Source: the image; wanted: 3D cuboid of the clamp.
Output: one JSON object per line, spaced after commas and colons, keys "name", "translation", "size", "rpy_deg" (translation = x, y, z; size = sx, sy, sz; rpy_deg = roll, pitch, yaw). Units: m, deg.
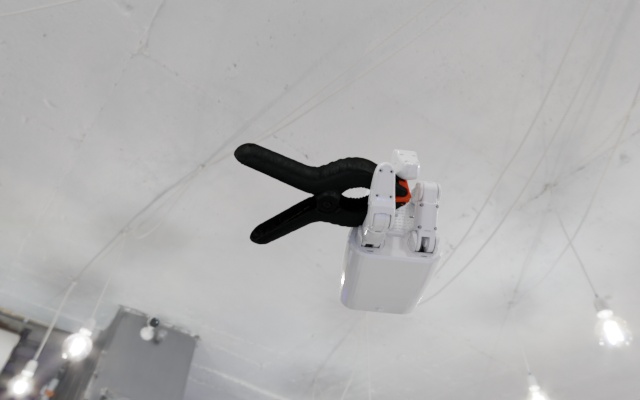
{"name": "clamp", "translation": [0.000, 0.001, 0.478], "size": [0.171, 0.039, 0.120], "rpy_deg": [6, -45, -3]}
